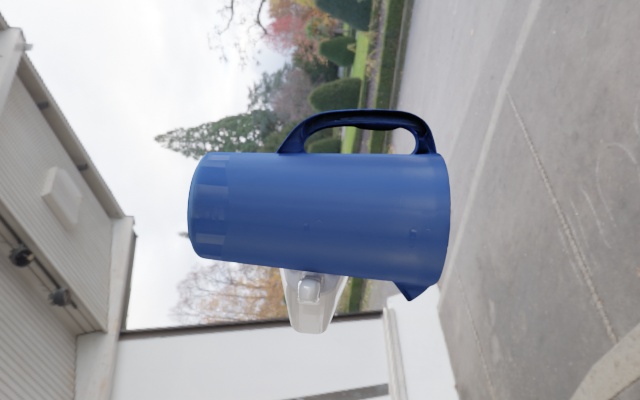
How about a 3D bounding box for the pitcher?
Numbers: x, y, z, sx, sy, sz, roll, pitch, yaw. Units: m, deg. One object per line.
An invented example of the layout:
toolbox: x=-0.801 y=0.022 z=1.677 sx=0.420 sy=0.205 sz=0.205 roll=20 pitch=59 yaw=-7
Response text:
pitcher: x=0.000 y=0.002 z=0.478 sx=0.243 sy=0.149 sz=0.145 roll=4 pitch=-39 yaw=1
